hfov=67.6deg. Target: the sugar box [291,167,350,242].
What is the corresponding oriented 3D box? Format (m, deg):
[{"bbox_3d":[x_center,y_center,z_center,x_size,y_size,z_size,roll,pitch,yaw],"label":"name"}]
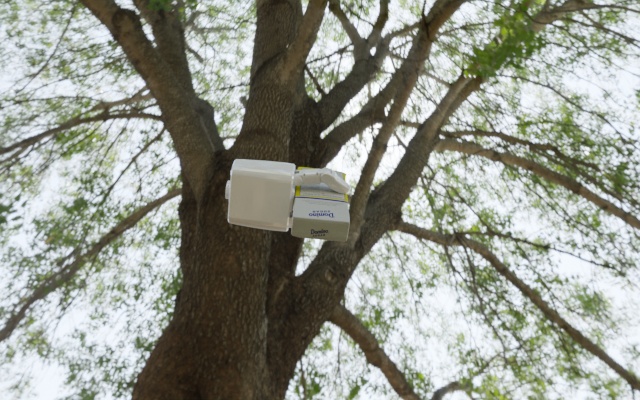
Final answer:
[{"bbox_3d":[0.000,0.003,0.833,0.093,0.048,0.176,6,33,-2],"label":"sugar box"}]
